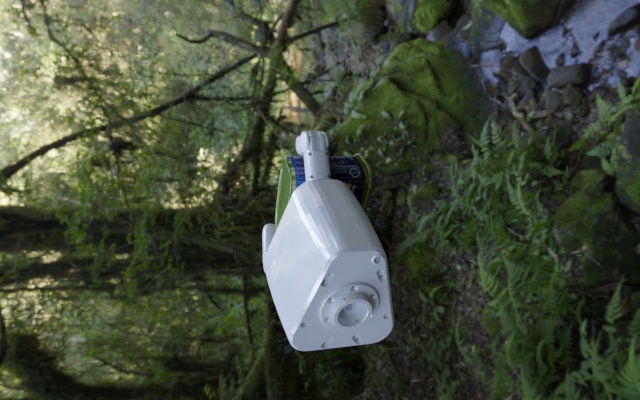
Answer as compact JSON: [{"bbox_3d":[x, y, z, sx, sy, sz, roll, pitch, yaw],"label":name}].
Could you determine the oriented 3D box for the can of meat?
[{"bbox_3d":[0.000,0.002,0.505,0.084,0.102,0.057,-2,34,-17],"label":"can of meat"}]
